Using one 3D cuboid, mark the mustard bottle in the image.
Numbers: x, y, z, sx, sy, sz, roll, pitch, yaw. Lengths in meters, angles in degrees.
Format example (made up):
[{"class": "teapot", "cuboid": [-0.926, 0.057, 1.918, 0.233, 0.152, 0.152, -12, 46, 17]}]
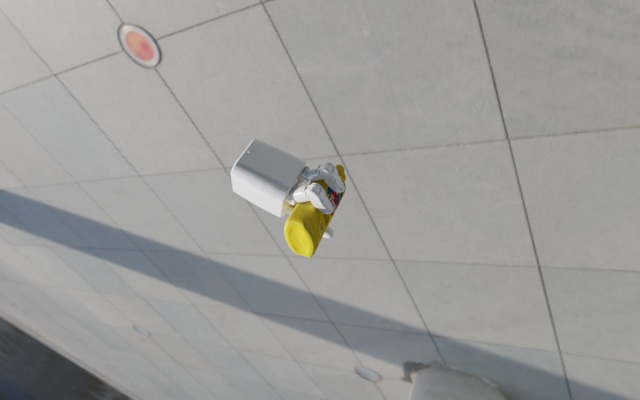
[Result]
[{"class": "mustard bottle", "cuboid": [0.000, 0.003, 0.865, 0.058, 0.191, 0.096, 12, -41, 22]}]
